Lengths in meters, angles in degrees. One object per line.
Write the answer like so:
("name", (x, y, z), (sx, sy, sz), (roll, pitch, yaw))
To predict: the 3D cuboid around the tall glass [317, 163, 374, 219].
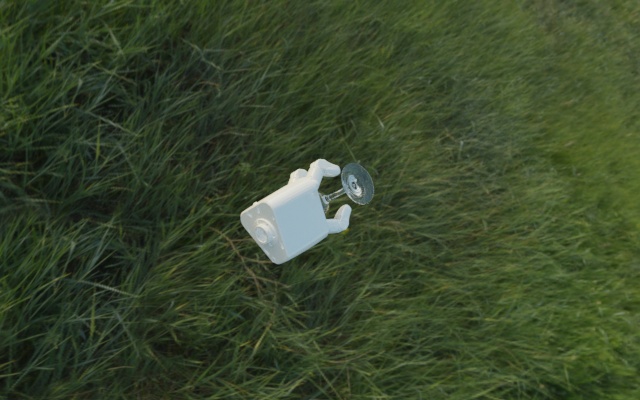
("tall glass", (0.001, 0.003, 0.872), (0.079, 0.079, 0.201), (0, -19, -42))
